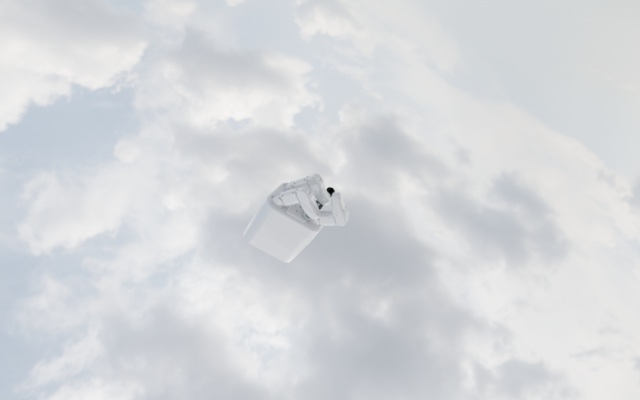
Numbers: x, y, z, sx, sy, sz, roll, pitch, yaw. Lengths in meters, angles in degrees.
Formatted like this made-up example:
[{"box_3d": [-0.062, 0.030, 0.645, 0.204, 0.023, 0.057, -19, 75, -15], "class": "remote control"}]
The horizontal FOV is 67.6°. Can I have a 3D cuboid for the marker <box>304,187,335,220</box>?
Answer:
[{"box_3d": [0.000, 0.003, 0.889, 0.020, 0.020, 0.121, 0, 23, 23], "class": "marker"}]
